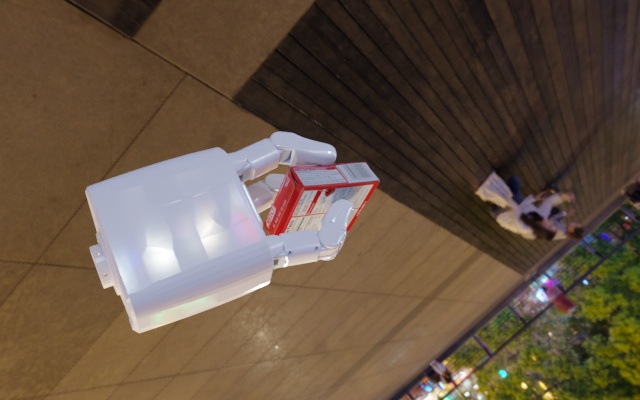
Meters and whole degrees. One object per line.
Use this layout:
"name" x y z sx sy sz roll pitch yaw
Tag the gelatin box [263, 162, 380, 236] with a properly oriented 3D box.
"gelatin box" 0.001 0.002 0.438 0.089 0.030 0.073 -7 -40 -35
